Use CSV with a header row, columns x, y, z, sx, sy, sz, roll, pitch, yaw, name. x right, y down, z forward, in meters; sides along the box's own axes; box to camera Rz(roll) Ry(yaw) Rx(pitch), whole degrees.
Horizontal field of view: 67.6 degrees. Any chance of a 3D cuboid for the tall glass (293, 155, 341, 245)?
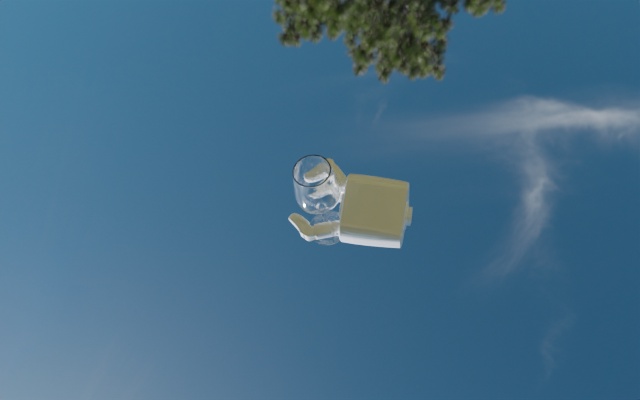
x,y,z,sx,sy,sz,roll,pitch,yaw,name
0.000,0.003,0.833,0.079,0.079,0.201,0,-30,10,tall glass
